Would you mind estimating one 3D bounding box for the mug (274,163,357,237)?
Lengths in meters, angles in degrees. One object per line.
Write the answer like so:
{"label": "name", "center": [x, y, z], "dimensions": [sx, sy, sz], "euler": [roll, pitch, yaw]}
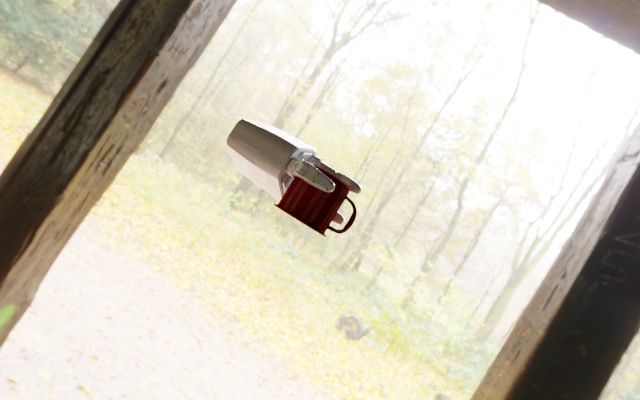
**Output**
{"label": "mug", "center": [0.001, 0.003, 0.713], "dimensions": [0.117, 0.081, 0.093], "euler": [31, -3, 13]}
